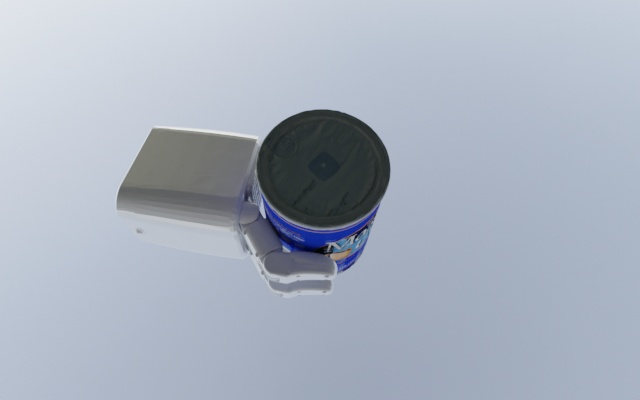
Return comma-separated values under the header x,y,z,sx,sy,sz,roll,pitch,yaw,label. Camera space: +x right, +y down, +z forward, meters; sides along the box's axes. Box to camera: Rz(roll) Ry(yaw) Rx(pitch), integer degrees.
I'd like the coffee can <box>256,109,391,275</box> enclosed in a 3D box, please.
x,y,z,sx,sy,sz,roll,pitch,yaw,label
0.000,0.001,0.425,0.103,0.102,0.140,0,-24,-2,coffee can
